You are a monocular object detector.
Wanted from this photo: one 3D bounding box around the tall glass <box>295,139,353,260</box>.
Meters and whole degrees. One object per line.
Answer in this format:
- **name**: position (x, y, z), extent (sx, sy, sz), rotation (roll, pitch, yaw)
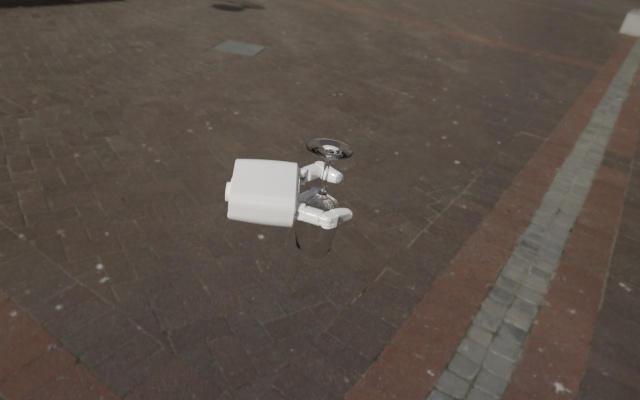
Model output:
- **tall glass**: position (0.000, 0.002, 0.803), extent (0.079, 0.201, 0.079), rotation (7, 30, -4)
